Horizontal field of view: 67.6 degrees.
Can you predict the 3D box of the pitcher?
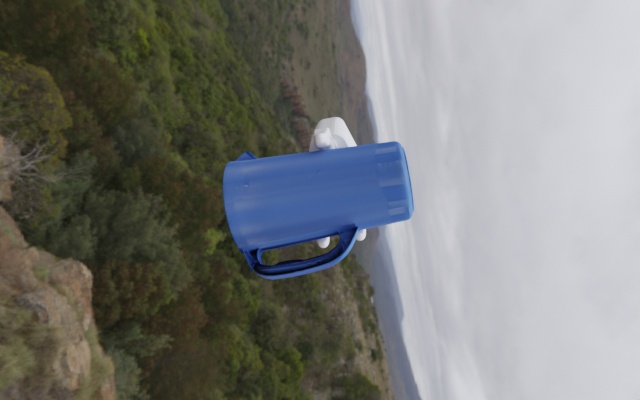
[{"bbox_3d":[0.000,0.002,0.650,0.243,0.149,0.145,-9,23,7],"label":"pitcher"}]
